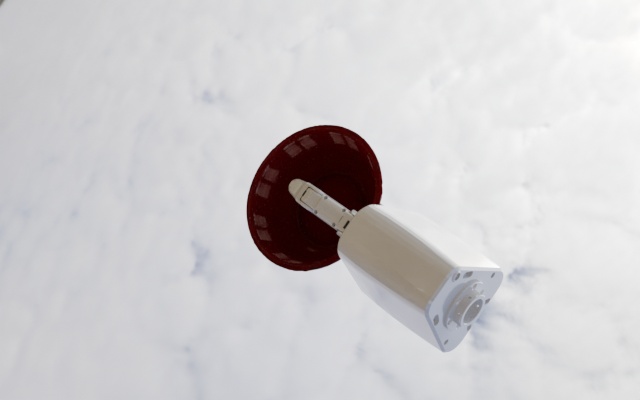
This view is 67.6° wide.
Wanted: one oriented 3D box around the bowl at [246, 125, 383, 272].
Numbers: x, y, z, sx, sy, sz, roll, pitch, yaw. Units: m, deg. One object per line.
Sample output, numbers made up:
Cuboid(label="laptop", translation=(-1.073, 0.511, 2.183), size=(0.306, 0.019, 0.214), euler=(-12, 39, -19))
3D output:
Cuboid(label="bowl", translation=(0.000, 0.001, 0.521), size=(0.162, 0.162, 0.055), euler=(0, -18, 29))
